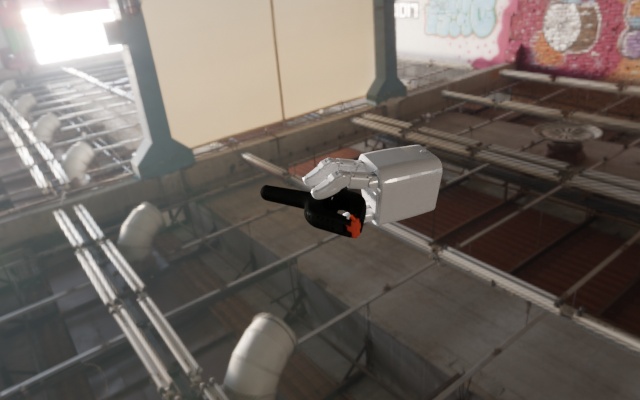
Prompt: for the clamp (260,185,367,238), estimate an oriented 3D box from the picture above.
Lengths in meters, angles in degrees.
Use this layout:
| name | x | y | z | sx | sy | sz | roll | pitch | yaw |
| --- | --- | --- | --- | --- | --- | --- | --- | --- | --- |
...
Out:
| name | x | y | z | sx | sy | sz | roll | pitch | yaw |
| --- | --- | --- | --- | --- | --- | --- | --- | --- | --- |
| clamp | 0.001 | 0.003 | 0.739 | 0.164 | 0.036 | 0.210 | -14 | 27 | -11 |
